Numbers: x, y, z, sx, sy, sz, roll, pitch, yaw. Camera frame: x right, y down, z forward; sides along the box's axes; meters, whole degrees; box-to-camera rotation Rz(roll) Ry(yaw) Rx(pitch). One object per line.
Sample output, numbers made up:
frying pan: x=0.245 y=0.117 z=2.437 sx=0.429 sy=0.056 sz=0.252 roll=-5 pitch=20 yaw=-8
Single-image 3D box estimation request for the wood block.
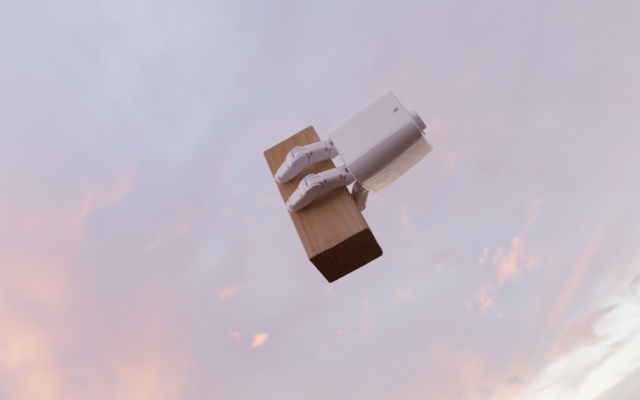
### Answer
wood block: x=0.001 y=0.002 z=0.700 sx=0.090 sy=0.206 sz=0.091 roll=-29 pitch=-37 yaw=4
